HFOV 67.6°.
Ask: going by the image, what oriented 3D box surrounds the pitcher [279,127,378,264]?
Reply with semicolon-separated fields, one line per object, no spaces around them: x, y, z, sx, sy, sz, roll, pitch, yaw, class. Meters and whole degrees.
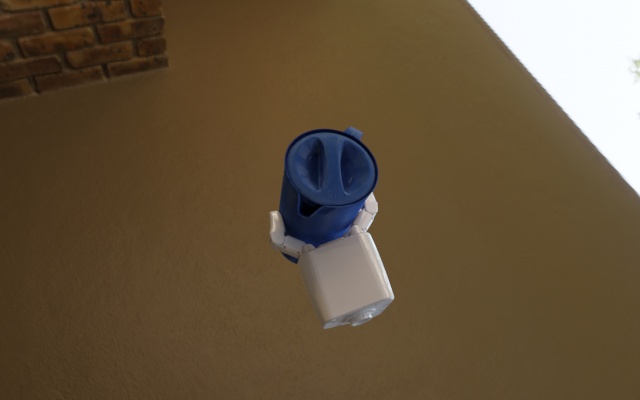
0.000;0.003;0.762;0.149;0.145;0.243;-12;-27;-19;pitcher
